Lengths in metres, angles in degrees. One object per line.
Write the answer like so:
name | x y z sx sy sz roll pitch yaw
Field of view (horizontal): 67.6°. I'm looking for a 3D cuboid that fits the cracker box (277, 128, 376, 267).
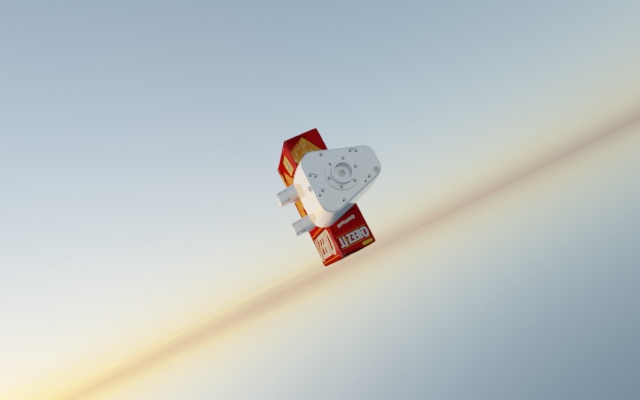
cracker box | 0.000 0.003 0.845 0.072 0.213 0.164 -24 -8 -14
